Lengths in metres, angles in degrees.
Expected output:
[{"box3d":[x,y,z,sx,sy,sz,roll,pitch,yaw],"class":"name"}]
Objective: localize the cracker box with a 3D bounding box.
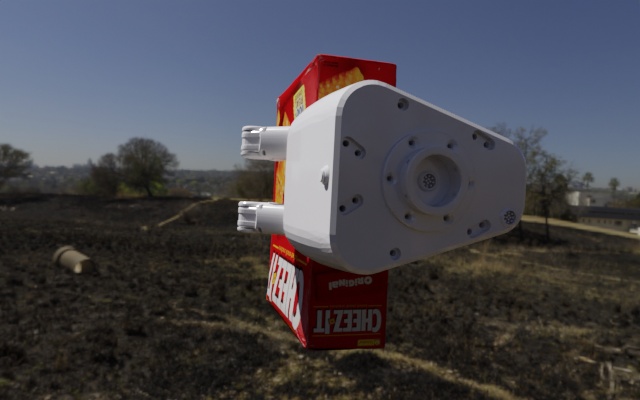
[{"box3d":[0.000,0.001,0.421,0.072,0.213,0.164,3,0,-16],"class":"cracker box"}]
